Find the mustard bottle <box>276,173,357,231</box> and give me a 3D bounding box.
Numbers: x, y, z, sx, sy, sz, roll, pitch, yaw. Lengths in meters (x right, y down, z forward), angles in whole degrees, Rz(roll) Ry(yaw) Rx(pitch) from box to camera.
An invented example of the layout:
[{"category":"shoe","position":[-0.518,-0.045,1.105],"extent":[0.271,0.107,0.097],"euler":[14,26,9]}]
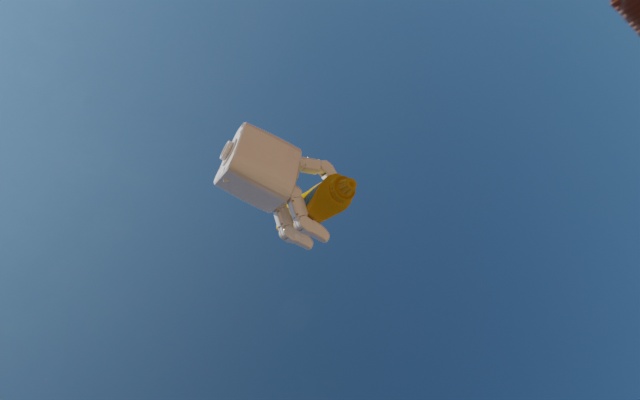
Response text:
[{"category":"mustard bottle","position":[0.000,0.003,0.789],"extent":[0.096,0.058,0.192],"euler":[-48,9,-34]}]
